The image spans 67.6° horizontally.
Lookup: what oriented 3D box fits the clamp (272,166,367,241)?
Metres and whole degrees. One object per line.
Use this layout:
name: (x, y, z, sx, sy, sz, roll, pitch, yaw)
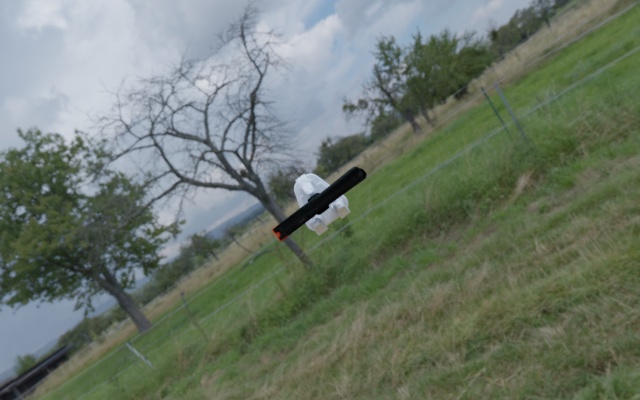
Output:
clamp: (-0.001, 0.003, 0.868, 0.210, 0.036, 0.164, -36, -3, 1)
